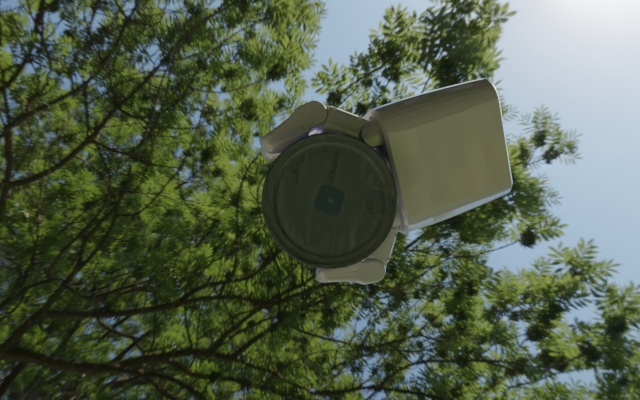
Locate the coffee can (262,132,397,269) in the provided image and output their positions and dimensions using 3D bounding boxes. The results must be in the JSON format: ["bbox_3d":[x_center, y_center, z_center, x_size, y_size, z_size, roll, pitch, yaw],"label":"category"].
[{"bbox_3d":[0.000,0.002,0.425,0.103,0.103,0.140,0,-1,-6],"label":"coffee can"}]
